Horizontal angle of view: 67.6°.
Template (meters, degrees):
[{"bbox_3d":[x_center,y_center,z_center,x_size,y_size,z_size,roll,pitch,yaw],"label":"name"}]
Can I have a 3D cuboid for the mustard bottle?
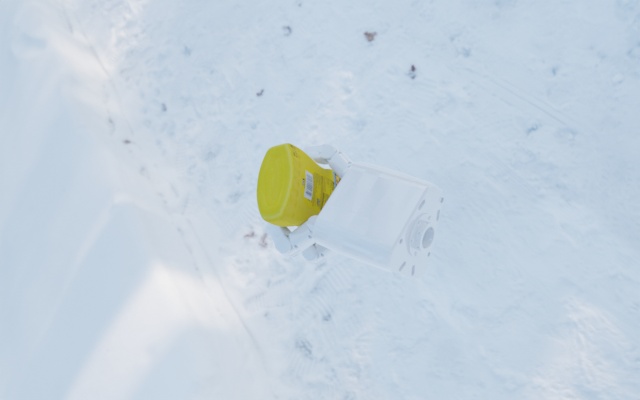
[{"bbox_3d":[0.000,0.002,0.626,0.058,0.096,0.192,-11,-22,34],"label":"mustard bottle"}]
